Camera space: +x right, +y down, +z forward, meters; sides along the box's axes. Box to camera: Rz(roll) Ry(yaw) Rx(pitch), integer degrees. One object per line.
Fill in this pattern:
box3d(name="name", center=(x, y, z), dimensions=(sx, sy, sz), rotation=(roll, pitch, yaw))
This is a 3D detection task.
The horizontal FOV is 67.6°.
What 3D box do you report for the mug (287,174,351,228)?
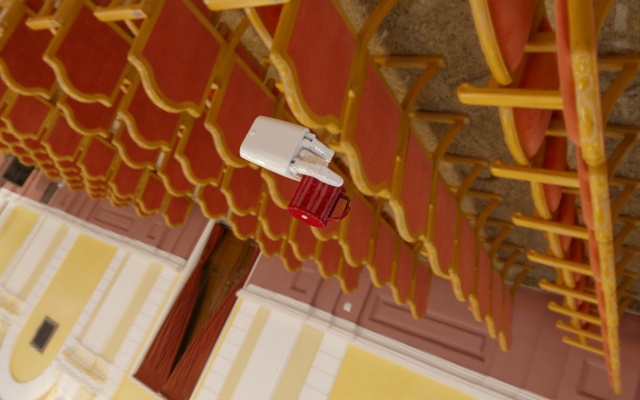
box3d(name="mug", center=(0.001, 0.004, 0.890), dimensions=(0.117, 0.081, 0.093), rotation=(21, -17, 19))
